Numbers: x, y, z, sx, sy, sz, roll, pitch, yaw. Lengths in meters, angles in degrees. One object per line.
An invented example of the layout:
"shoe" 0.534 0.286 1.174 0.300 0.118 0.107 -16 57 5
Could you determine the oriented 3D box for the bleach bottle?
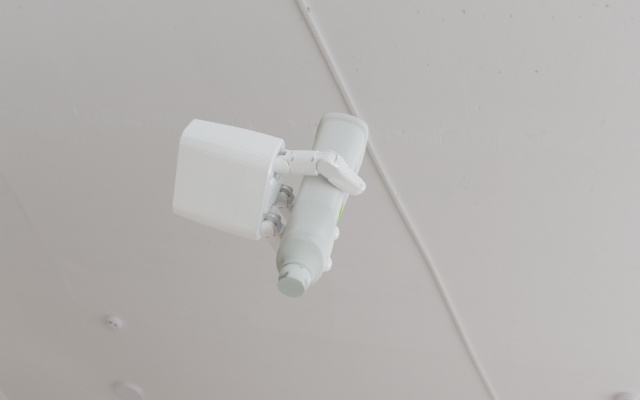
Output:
"bleach bottle" 0.000 0.002 0.548 0.068 0.103 0.250 14 40 4
